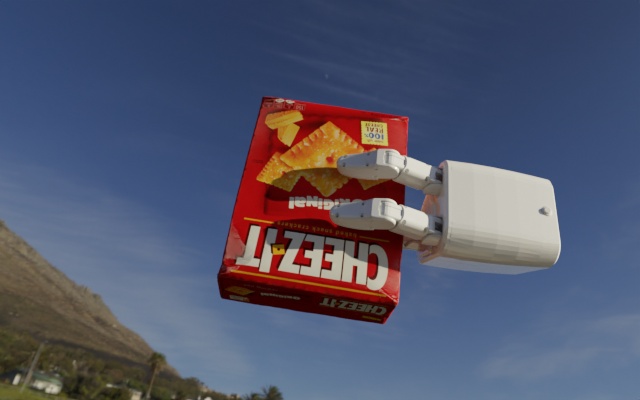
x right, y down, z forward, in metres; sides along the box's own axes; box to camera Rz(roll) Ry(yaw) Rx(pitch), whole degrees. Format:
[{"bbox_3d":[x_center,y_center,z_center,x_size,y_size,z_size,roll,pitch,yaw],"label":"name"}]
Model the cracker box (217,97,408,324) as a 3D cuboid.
[{"bbox_3d":[0.000,0.002,0.488,0.164,0.213,0.072,9,-30,-1],"label":"cracker box"}]
